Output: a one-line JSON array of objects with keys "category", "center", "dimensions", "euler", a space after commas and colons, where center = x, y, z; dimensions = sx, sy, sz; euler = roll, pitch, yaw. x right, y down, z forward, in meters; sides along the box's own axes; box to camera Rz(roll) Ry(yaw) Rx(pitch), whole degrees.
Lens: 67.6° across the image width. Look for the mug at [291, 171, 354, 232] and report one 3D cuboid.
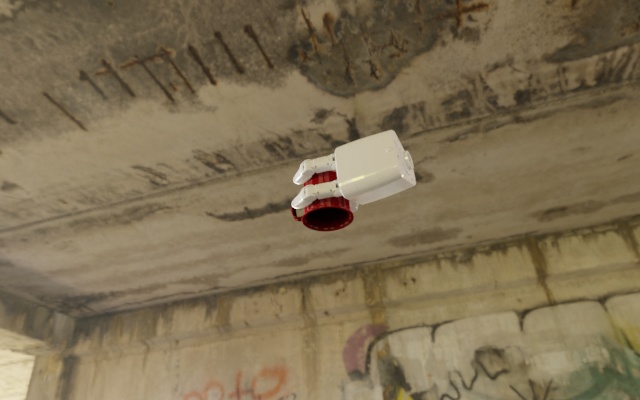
[{"category": "mug", "center": [-0.001, 0.003, 0.873], "dimensions": [0.117, 0.081, 0.093], "euler": [-17, -33, 21]}]
